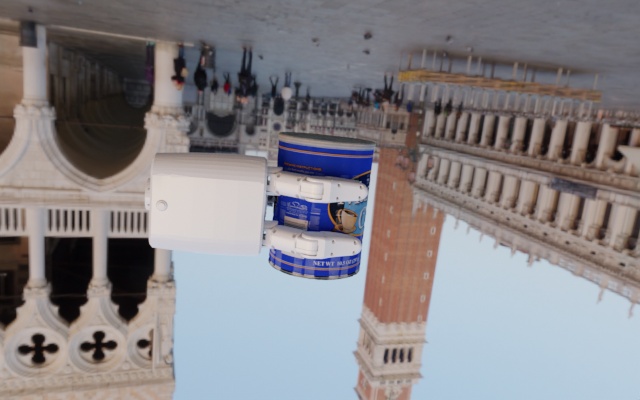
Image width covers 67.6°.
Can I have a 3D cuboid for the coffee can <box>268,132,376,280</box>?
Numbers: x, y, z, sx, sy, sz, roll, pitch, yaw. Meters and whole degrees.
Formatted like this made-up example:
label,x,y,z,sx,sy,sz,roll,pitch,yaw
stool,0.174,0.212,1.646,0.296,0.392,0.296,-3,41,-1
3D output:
label,x,y,z,sx,sy,sz,roll,pitch,yaw
coffee can,0.000,0.002,0.515,0.103,0.140,0.103,6,11,-1
